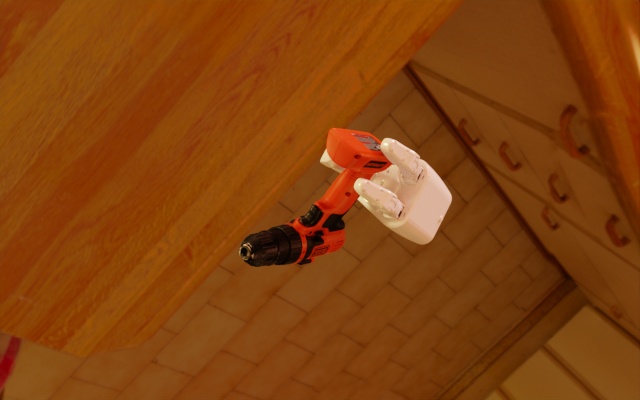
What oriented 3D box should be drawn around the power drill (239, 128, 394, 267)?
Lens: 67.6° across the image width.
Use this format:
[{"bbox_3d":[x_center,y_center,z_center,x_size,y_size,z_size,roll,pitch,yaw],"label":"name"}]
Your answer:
[{"bbox_3d":[0.001,0.002,0.591,0.057,0.188,0.184,45,27,24],"label":"power drill"}]
